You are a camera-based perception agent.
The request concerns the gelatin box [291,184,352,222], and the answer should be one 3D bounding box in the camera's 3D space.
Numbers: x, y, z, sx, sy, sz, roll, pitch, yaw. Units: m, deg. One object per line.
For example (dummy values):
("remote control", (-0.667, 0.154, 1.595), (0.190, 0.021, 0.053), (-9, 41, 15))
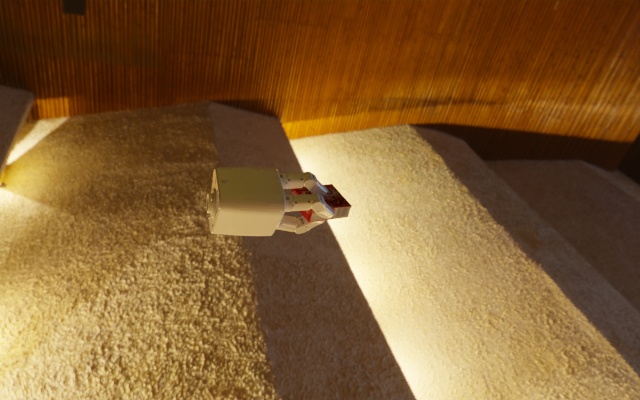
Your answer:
("gelatin box", (0.000, 0.003, 0.864), (0.089, 0.030, 0.073), (-6, 38, -32))
